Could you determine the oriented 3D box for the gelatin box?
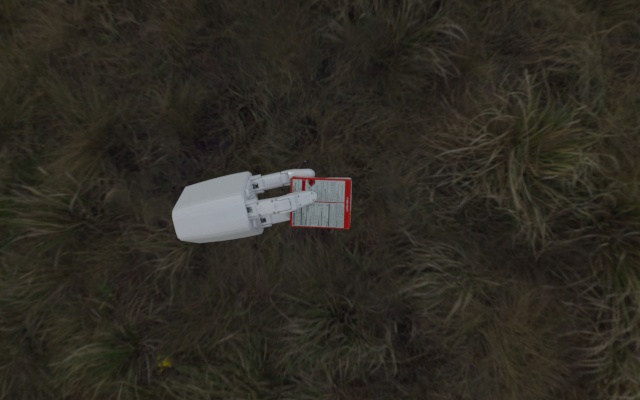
[{"bbox_3d":[0.000,0.002,0.697,0.089,0.073,0.030,2,7,7],"label":"gelatin box"}]
